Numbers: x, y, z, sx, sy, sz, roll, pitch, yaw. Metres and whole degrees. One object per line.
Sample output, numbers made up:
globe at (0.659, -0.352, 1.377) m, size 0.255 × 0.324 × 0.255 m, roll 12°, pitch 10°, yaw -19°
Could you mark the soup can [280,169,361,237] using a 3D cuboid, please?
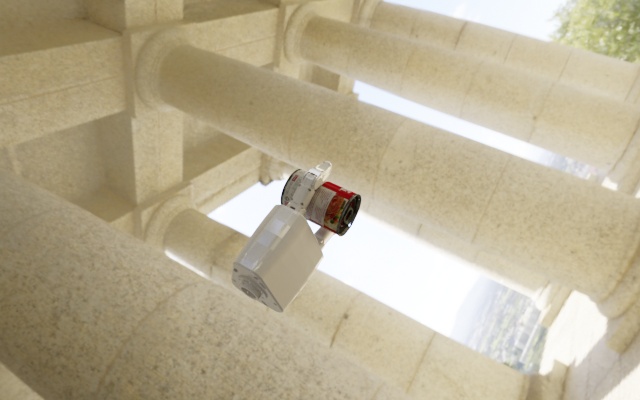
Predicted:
soup can at (0.000, 0.002, 0.709) m, size 0.102 × 0.068 × 0.068 m, roll 25°, pitch 9°, yaw 20°
